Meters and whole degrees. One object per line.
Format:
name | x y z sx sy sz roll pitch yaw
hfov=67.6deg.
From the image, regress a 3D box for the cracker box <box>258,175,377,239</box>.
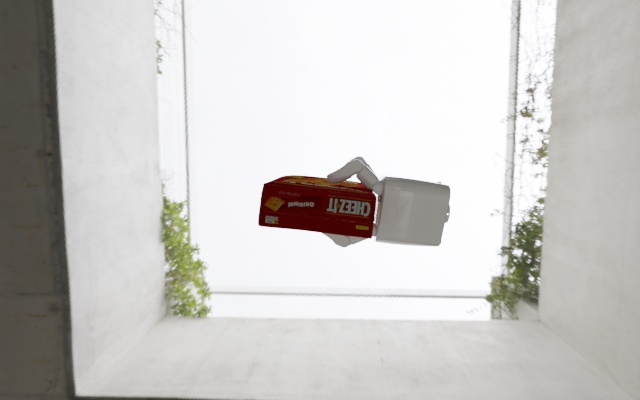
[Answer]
cracker box | 0.000 0.003 0.770 0.164 0.072 0.213 6 6 2
